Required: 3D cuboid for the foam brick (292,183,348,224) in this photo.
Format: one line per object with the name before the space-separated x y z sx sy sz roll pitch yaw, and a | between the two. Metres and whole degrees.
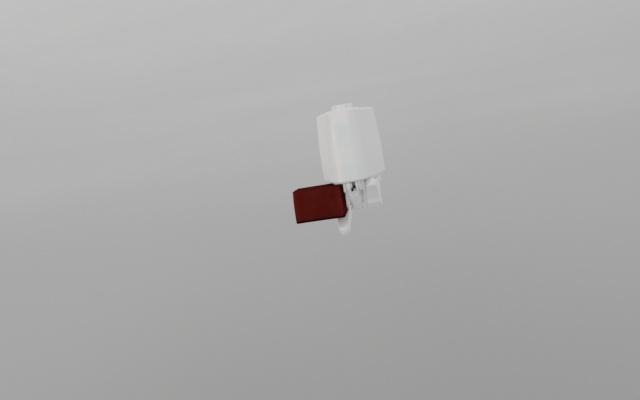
foam brick | 0.000 0.003 0.754 0.078 0.051 0.053 -9 8 9
